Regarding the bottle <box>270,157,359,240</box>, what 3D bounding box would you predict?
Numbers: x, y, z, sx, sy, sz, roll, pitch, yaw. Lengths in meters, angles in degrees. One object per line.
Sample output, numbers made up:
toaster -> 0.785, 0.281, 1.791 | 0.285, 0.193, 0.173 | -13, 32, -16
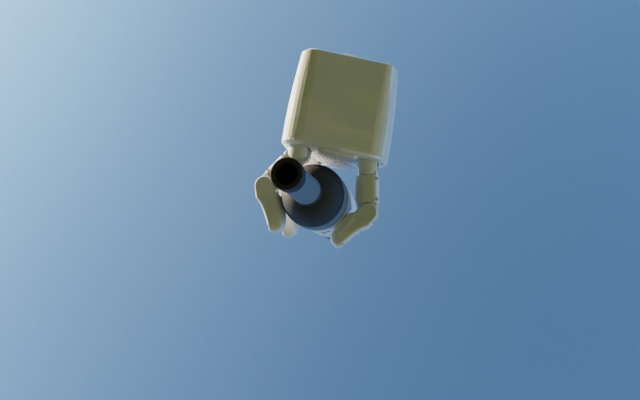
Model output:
bottle -> 0.000, 0.002, 0.524 | 0.069, 0.069, 0.296 | 0, -9, 11
